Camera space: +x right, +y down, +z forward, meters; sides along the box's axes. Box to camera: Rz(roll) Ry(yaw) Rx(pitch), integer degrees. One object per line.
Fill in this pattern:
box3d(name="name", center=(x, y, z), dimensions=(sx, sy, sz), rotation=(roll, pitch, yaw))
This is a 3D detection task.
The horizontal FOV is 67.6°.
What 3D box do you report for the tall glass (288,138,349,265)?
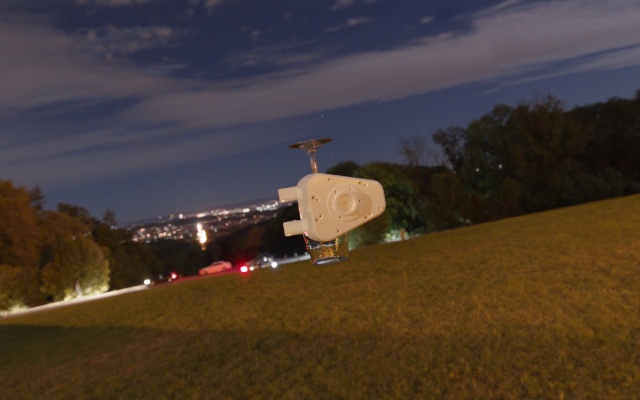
box3d(name="tall glass", center=(0.000, 0.002, 0.792), dimensions=(0.079, 0.201, 0.079), rotation=(-10, 0, 0))
